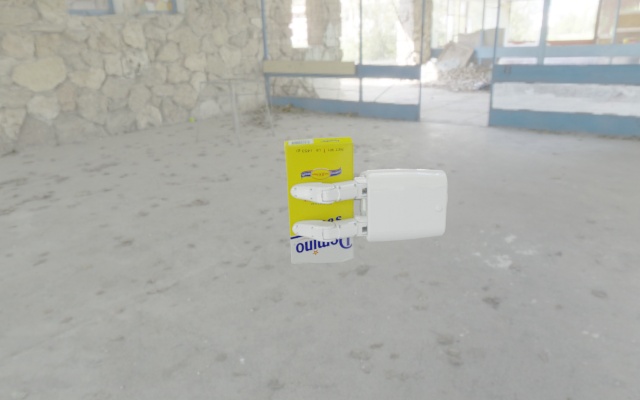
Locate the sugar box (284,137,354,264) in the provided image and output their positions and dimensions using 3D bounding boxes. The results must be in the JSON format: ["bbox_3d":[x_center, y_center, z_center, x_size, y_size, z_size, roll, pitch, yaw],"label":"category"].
[{"bbox_3d":[0.000,0.002,0.671,0.093,0.176,0.048,-3,18,-1],"label":"sugar box"}]
